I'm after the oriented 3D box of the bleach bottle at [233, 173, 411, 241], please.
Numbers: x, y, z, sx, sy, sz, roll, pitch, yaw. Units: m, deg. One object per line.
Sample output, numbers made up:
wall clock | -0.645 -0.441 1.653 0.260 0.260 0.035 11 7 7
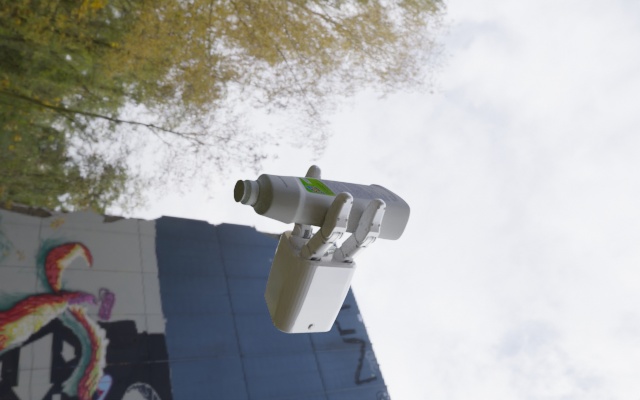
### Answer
bleach bottle | 0.000 0.002 0.637 0.251 0.068 0.102 9 16 -36
